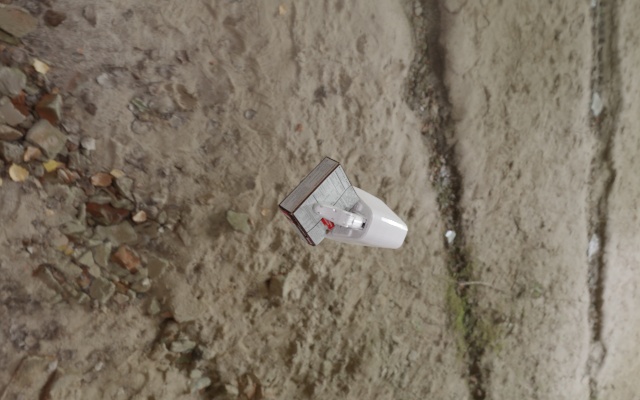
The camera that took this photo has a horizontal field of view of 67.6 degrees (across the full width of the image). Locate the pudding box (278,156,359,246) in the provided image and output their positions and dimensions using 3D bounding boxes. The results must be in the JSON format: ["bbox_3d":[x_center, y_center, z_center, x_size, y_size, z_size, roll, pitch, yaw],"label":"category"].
[{"bbox_3d":[0.000,0.003,0.740,0.039,0.113,0.090,26,-23,44],"label":"pudding box"}]
